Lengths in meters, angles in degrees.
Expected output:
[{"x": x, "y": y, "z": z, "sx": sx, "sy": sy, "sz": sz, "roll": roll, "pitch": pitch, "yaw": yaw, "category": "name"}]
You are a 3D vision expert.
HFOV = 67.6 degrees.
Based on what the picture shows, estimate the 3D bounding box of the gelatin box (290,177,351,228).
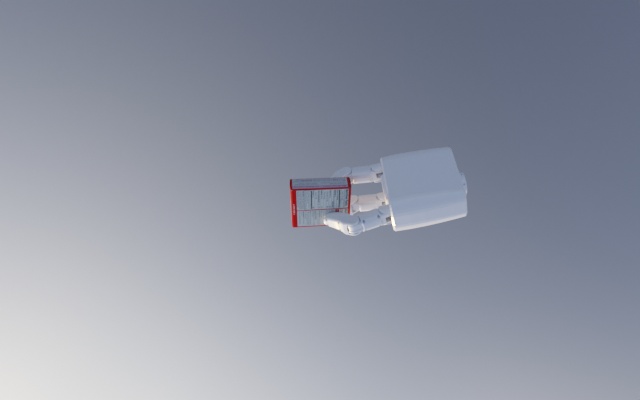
[{"x": 0.000, "y": 0.003, "z": 0.708, "sx": 0.089, "sy": 0.073, "sz": 0.030, "roll": -3, "pitch": 40, "yaw": -4, "category": "gelatin box"}]
